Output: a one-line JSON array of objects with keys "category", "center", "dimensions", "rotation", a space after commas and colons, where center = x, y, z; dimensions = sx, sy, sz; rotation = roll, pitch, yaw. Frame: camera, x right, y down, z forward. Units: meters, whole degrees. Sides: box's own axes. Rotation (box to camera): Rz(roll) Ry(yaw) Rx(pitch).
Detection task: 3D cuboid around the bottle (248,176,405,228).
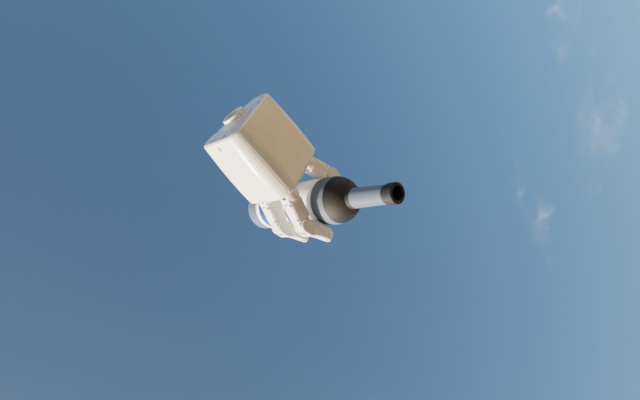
[{"category": "bottle", "center": [0.000, 0.002, 0.685], "dimensions": [0.069, 0.069, 0.296], "rotation": [0, -4, -39]}]
